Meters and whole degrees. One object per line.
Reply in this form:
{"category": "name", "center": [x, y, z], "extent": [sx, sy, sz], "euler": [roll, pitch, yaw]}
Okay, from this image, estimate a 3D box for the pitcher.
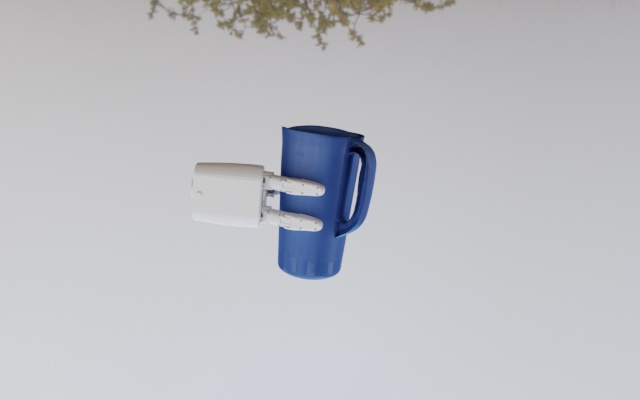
{"category": "pitcher", "center": [0.000, 0.003, 0.776], "extent": [0.145, 0.243, 0.149], "euler": [5, 12, -5]}
